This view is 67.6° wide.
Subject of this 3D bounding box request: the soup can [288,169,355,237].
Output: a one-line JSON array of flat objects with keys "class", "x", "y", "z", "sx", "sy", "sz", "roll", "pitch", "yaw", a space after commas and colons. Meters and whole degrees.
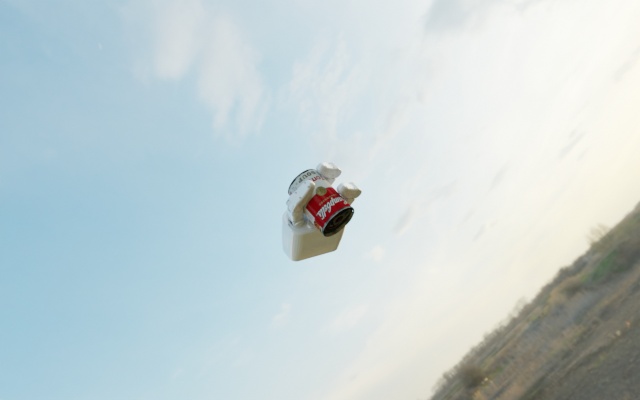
[{"class": "soup can", "x": 0.000, "y": 0.002, "z": 0.815, "sx": 0.102, "sy": 0.068, "sz": 0.068, "roll": 48, "pitch": 25, "yaw": 25}]
